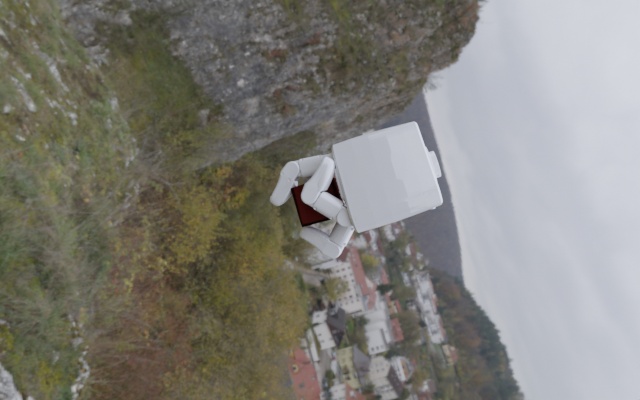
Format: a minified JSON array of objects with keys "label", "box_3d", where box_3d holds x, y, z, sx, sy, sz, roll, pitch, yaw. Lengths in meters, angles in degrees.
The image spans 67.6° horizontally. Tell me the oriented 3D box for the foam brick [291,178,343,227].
[{"label":"foam brick","box_3d":[0.000,0.002,0.619,0.051,0.053,0.078,-17,-2,9]}]
